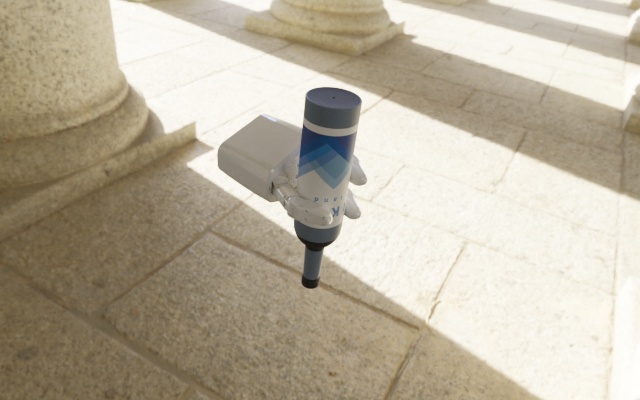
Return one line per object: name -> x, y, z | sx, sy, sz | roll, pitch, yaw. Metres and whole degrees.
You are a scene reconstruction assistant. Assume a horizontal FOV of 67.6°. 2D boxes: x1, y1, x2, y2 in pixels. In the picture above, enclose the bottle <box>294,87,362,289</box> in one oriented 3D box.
bottle -> 0.000, 0.002, 0.632 | 0.069, 0.296, 0.069 | 5, 34, -3
